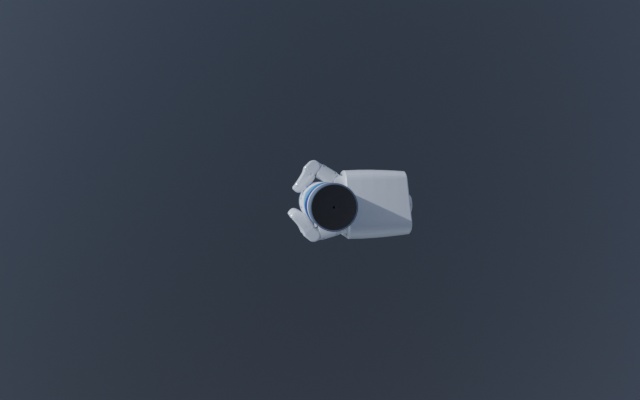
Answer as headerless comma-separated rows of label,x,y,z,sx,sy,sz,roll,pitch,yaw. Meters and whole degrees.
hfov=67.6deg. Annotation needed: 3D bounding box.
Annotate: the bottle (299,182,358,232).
bottle,0.000,0.003,0.787,0.069,0.069,0.295,0,3,-7
